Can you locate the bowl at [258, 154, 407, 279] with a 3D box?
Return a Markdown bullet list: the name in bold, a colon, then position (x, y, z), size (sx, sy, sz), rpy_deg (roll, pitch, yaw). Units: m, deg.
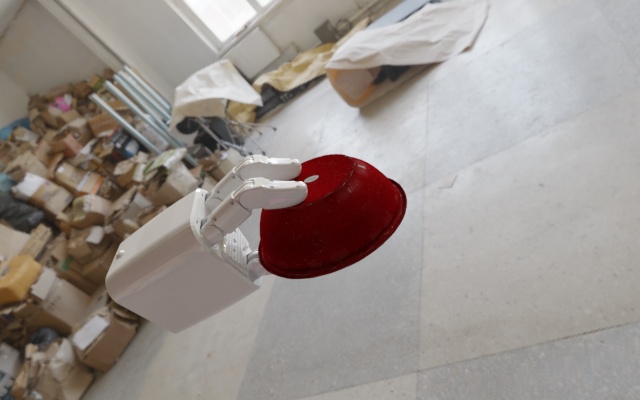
- **bowl**: position (0.001, 0.001, 0.470), size (0.162, 0.055, 0.162), rpy_deg (-20, 29, 11)
